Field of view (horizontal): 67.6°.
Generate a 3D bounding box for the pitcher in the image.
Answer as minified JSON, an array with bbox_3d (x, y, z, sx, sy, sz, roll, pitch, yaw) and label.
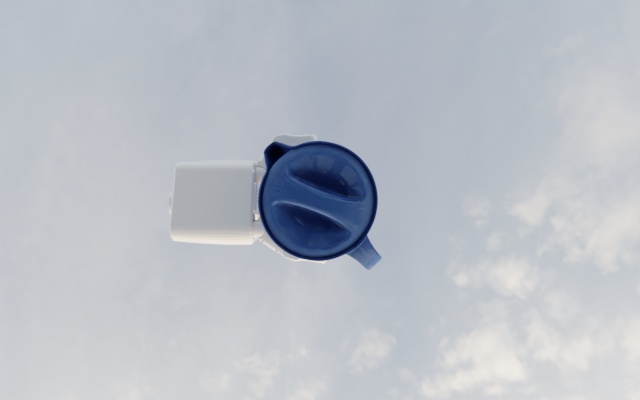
[{"bbox_3d":[0.000,0.002,0.640,0.145,0.149,0.243,2,4,-2],"label":"pitcher"}]
